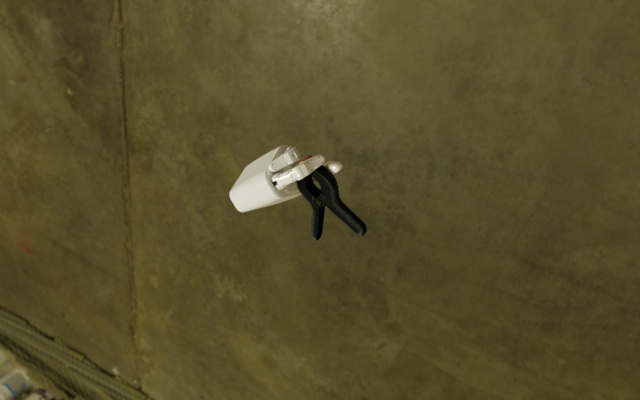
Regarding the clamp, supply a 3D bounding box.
[{"bbox_3d":[0.000,0.003,0.873,0.120,0.171,0.039,-22,13,35],"label":"clamp"}]
